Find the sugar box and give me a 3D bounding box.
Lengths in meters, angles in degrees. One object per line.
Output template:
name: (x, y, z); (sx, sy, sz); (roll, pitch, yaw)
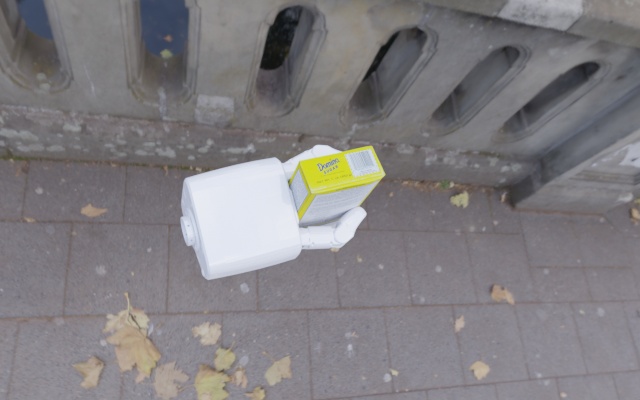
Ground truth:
sugar box: (0.000, 0.001, 0.580); (0.093, 0.048, 0.176); (-13, -18, -23)
